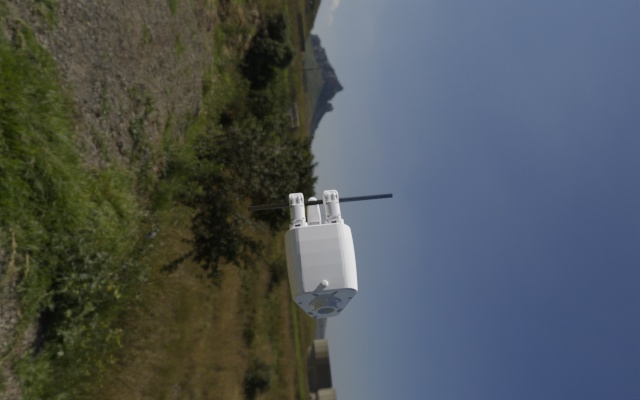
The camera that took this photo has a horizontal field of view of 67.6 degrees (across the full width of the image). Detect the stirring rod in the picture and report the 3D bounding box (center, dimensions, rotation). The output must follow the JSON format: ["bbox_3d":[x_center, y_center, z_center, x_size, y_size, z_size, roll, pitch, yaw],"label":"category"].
[{"bbox_3d":[0.000,0.003,0.791,0.239,0.011,0.011,-5,0,-3],"label":"stirring rod"}]
